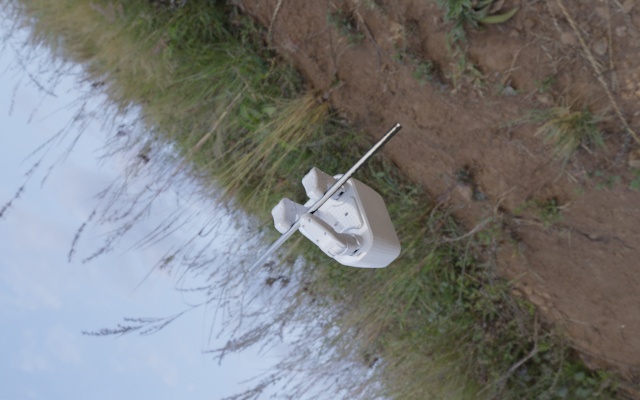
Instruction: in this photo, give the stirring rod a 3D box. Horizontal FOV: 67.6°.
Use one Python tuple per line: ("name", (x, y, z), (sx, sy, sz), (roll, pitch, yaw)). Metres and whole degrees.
("stirring rod", (0.000, 0.002, 0.531), (0.239, 0.011, 0.011), (-44, -15, 16))
